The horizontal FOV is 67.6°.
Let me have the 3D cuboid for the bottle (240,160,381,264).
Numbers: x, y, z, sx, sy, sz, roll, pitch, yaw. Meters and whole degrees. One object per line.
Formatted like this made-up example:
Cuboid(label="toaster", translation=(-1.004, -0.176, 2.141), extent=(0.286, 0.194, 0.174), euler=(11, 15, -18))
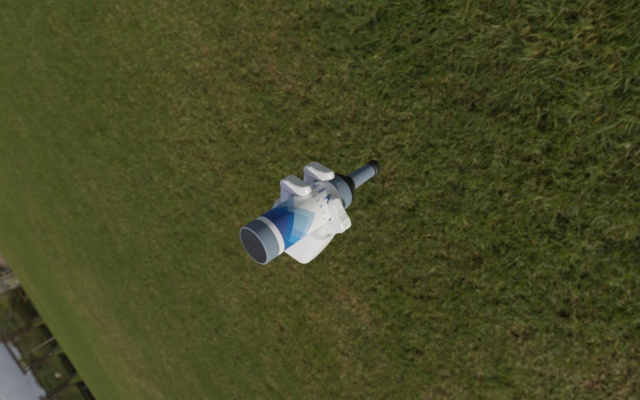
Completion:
Cuboid(label="bottle", translation=(0.000, 0.003, 0.808), extent=(0.295, 0.069, 0.069), euler=(-33, 20, -34))
